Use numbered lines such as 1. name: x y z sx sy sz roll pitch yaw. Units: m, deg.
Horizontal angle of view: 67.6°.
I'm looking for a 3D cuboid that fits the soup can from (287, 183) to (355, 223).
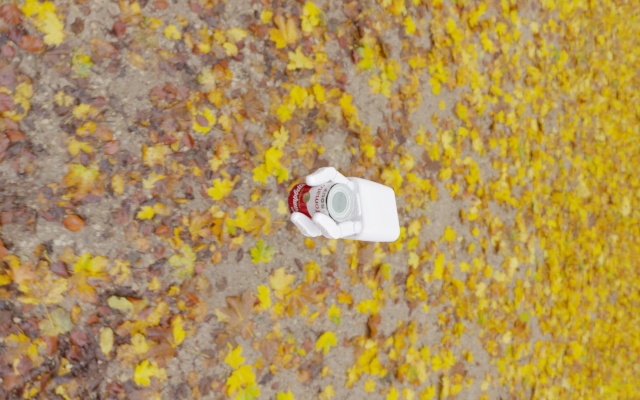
1. soup can: 0.000 0.003 0.827 0.068 0.068 0.102 0 1 -43
